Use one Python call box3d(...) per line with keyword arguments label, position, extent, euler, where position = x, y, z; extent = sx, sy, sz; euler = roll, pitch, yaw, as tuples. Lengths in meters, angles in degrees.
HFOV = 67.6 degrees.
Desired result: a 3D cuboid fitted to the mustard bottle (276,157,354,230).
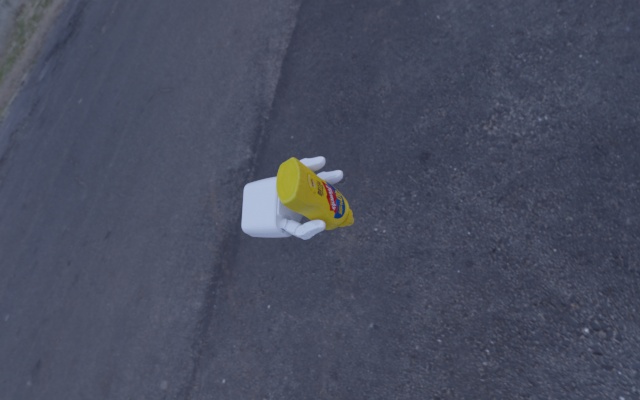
box3d(label="mustard bottle", position=(0.000, 0.003, 0.898), extent=(0.058, 0.096, 0.192), euler=(-30, -43, 27))
